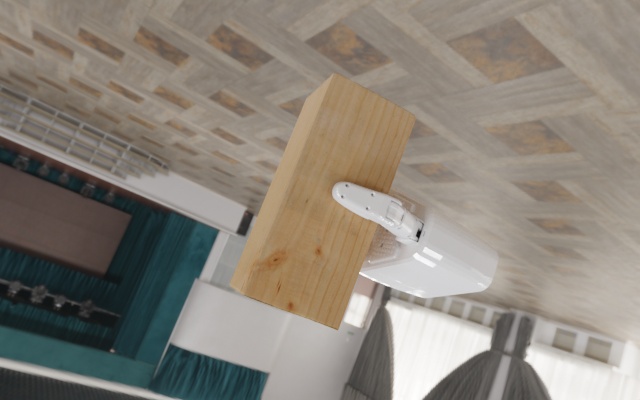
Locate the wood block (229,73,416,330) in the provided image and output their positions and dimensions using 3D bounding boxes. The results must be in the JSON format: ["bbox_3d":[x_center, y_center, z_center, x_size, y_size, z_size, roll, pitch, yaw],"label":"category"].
[{"bbox_3d":[0.000,0.002,0.449,0.090,0.206,0.091,24,-11,-16],"label":"wood block"}]
